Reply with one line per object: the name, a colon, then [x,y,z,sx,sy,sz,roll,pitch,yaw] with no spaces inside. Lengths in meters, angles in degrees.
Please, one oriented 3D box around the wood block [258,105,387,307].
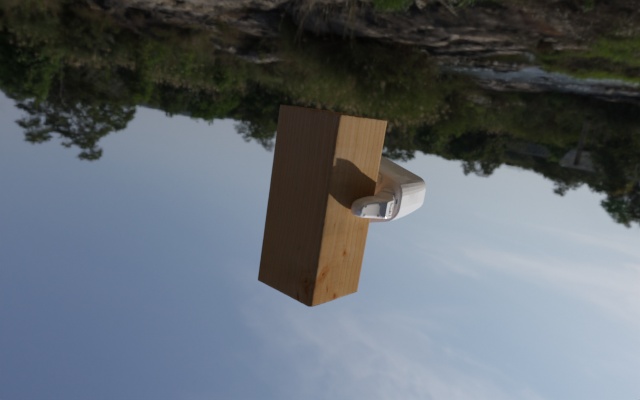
wood block: [0.001,0.002,0.548,0.091,0.206,0.090,17,14,39]
